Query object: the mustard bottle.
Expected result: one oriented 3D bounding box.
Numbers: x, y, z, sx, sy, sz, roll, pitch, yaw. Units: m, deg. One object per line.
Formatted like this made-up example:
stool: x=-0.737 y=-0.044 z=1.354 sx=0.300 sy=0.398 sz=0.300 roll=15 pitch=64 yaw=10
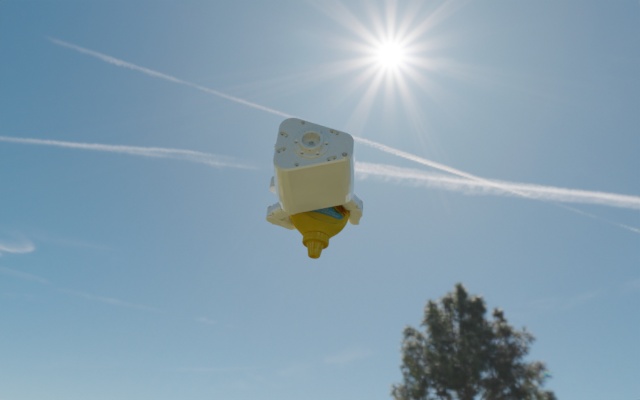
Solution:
mustard bottle: x=0.000 y=0.002 z=0.762 sx=0.096 sy=0.191 sz=0.058 roll=17 pitch=-33 yaw=-16
